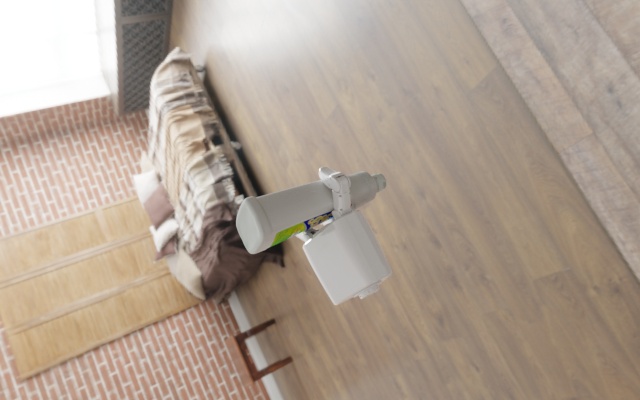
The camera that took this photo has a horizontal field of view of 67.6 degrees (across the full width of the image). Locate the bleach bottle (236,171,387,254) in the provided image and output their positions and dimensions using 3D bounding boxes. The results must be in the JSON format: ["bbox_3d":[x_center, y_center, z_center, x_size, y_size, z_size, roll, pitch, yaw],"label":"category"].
[{"bbox_3d":[0.000,0.002,0.735,0.251,0.068,0.103,-20,-17,-27],"label":"bleach bottle"}]
